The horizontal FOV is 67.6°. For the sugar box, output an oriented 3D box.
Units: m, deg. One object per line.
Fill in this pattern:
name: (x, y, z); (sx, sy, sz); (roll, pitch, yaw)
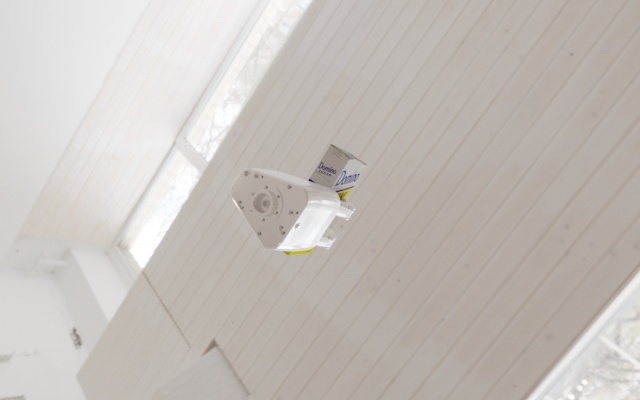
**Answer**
sugar box: (0.000, 0.003, 0.748); (0.048, 0.176, 0.093); (38, 11, 19)
